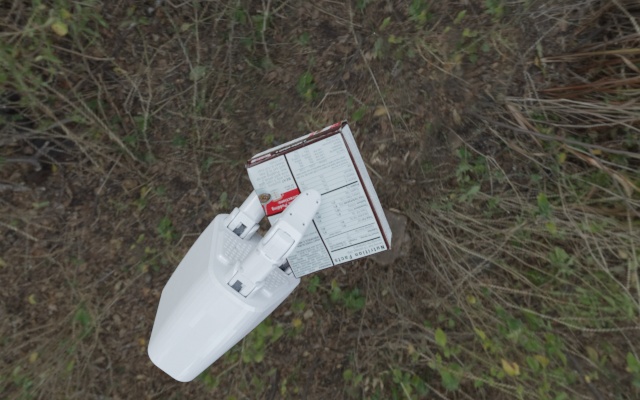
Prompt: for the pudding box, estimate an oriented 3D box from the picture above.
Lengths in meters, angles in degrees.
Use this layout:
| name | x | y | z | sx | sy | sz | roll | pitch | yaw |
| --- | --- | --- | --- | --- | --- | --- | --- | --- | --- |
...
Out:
| name | x | y | z | sx | sy | sz | roll | pitch | yaw |
| --- | --- | --- | --- | --- | --- | --- | --- | --- | --- |
| pudding box | 0.000 | 0.001 | 0.403 | 0.090 | 0.113 | 0.039 | -19 | 17 | 14 |
